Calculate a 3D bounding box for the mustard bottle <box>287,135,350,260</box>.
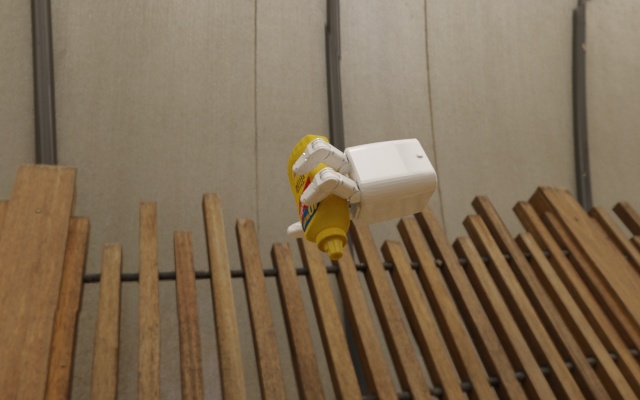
[{"bbox_3d":[0.000,0.002,0.675,0.058,0.191,0.096,7,-45,-26],"label":"mustard bottle"}]
